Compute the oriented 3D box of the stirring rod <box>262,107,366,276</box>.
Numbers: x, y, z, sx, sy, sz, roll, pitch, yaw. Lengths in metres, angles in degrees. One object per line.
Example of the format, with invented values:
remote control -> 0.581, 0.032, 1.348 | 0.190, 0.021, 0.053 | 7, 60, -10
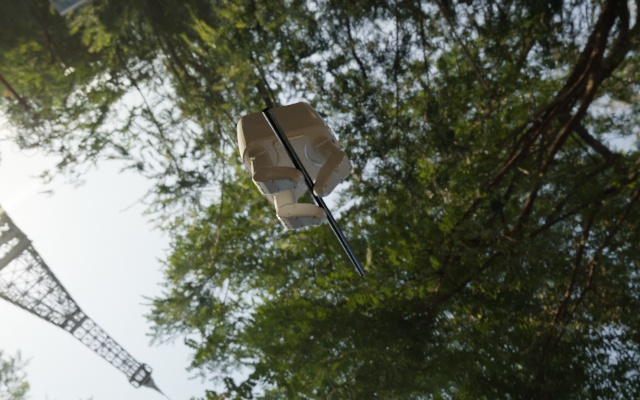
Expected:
stirring rod -> 0.000, 0.002, 0.514 | 0.011, 0.240, 0.011 | -21, 34, 15
